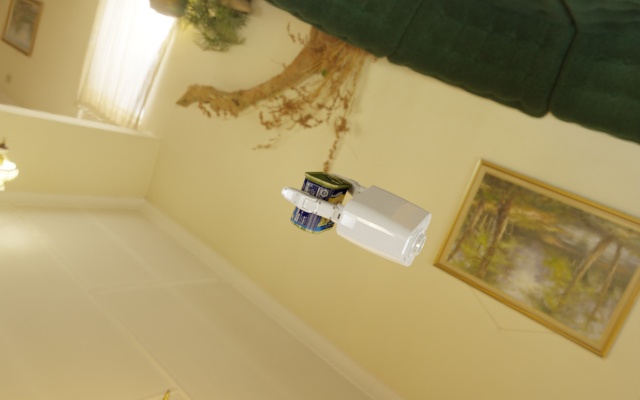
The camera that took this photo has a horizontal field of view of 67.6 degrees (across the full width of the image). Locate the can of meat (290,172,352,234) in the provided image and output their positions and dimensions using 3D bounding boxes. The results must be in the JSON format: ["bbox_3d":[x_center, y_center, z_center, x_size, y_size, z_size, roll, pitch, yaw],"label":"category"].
[{"bbox_3d":[0.000,0.003,0.766,0.057,0.084,0.102,24,12,18],"label":"can of meat"}]
